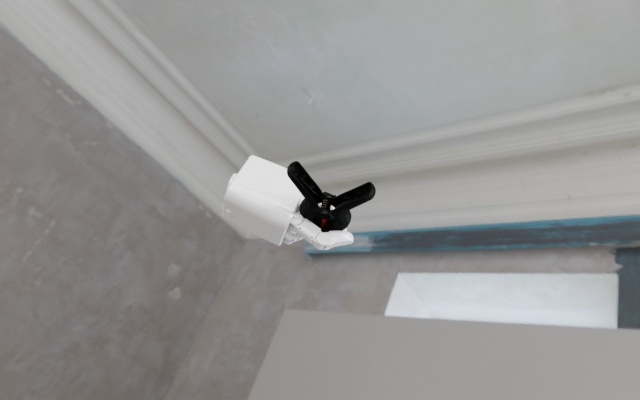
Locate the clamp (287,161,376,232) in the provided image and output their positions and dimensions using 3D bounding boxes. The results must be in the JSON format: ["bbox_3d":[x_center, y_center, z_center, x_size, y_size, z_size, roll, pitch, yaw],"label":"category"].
[{"bbox_3d":[0.000,0.002,0.691,0.120,0.039,0.171,25,-31,-1],"label":"clamp"}]
